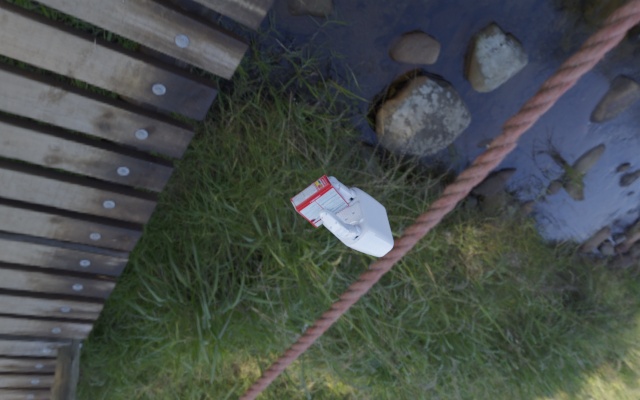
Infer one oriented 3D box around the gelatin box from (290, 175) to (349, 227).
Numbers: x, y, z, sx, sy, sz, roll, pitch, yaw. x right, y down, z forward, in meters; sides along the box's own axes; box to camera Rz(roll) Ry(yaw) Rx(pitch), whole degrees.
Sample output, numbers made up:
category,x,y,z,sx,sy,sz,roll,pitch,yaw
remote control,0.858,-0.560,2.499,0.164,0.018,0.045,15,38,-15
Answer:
category,x,y,z,sx,sy,sz,roll,pitch,yaw
gelatin box,0.000,0.003,0.824,0.073,0.030,0.089,-35,-32,7
